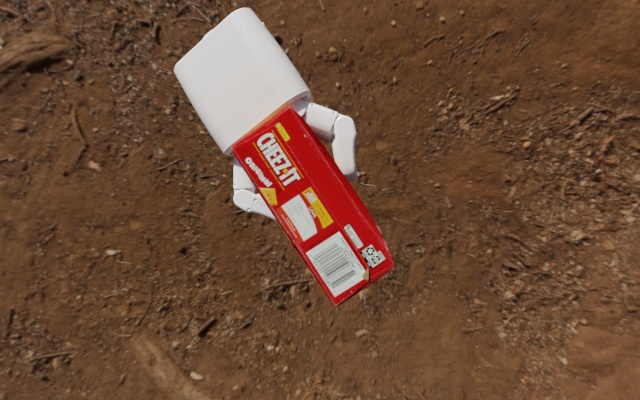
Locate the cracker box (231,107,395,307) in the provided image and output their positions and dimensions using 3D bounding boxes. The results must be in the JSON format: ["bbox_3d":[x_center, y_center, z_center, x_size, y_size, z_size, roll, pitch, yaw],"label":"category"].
[{"bbox_3d":[0.000,0.002,0.501,0.072,0.164,0.213,-34,0,4],"label":"cracker box"}]
